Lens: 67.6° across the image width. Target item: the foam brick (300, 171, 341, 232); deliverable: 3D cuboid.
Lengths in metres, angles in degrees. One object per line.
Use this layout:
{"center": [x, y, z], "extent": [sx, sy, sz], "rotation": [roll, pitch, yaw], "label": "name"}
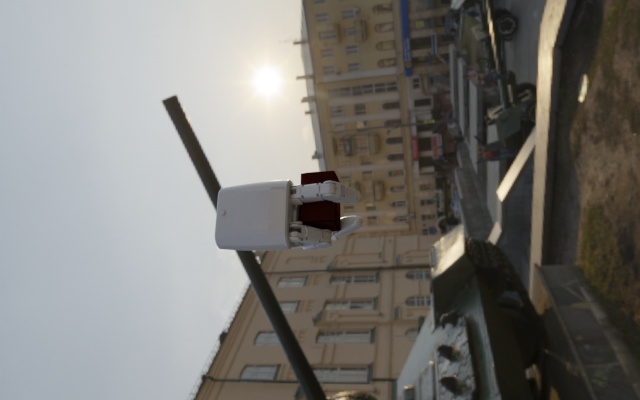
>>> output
{"center": [0.000, 0.002, 0.693], "extent": [0.051, 0.078, 0.053], "rotation": [-4, -21, 11], "label": "foam brick"}
